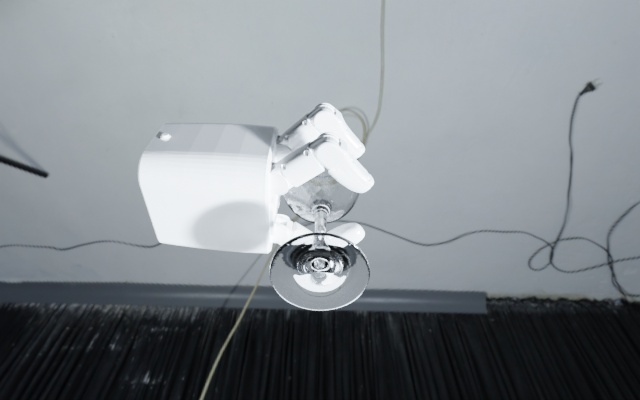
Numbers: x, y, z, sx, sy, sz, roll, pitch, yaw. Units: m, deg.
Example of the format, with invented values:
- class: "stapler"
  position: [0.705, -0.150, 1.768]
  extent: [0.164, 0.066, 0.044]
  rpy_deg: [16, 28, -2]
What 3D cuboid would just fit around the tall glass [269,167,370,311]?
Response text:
- class: "tall glass"
  position: [0.000, 0.002, 0.433]
  extent: [0.079, 0.079, 0.201]
  rpy_deg: [0, 32, 1]
